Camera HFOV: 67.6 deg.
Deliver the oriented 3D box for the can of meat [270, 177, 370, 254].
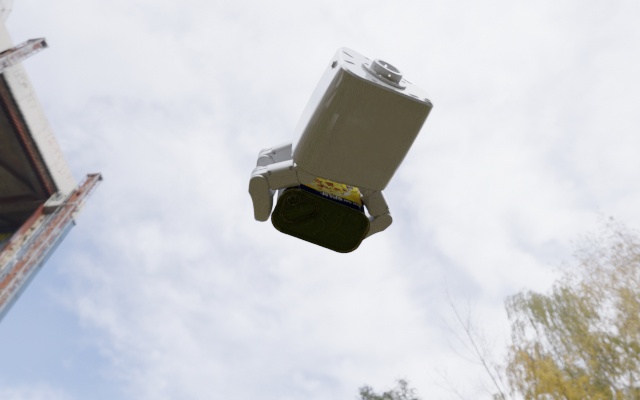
[{"bbox_3d":[0.000,0.002,0.531,0.102,0.057,0.084,20,30,-12],"label":"can of meat"}]
